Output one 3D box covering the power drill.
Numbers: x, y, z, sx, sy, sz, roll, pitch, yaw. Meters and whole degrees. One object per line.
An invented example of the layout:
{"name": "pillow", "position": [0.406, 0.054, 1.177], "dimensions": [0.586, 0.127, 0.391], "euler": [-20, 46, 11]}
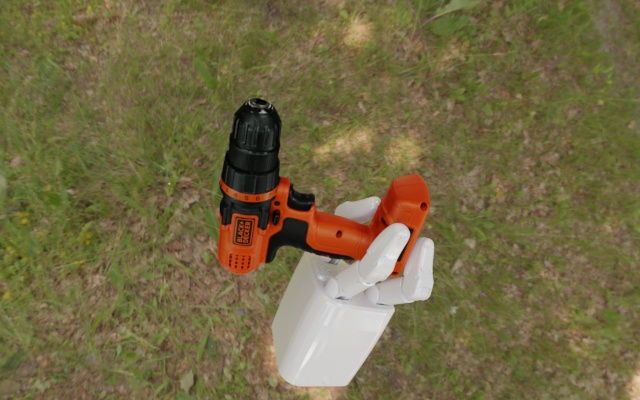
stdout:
{"name": "power drill", "position": [0.000, 0.002, 0.446], "dimensions": [0.187, 0.185, 0.057], "euler": [9, 39, -8]}
